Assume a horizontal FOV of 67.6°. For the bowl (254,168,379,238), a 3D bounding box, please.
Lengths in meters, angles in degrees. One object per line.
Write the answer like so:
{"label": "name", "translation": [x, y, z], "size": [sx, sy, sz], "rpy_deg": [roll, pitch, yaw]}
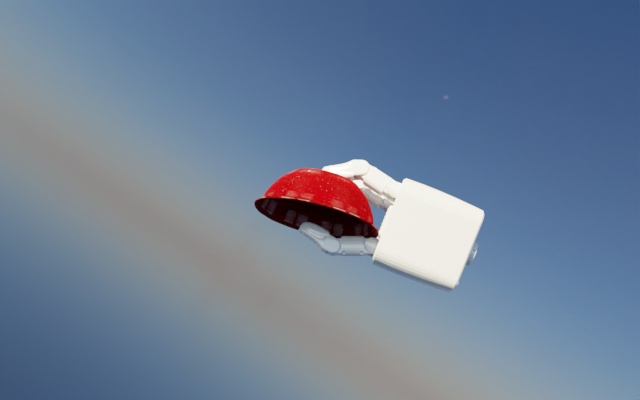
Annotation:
{"label": "bowl", "translation": [-0.001, 0.001, 0.611], "size": [0.162, 0.055, 0.162], "rpy_deg": [13, -16, 4]}
